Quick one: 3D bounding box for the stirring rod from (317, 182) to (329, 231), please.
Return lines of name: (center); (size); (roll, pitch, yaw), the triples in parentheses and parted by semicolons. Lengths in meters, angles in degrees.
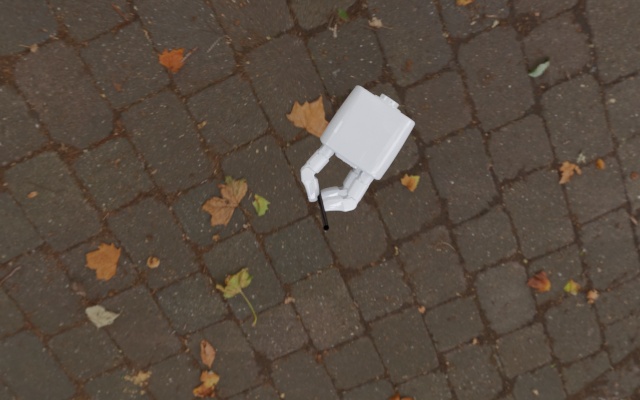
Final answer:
stirring rod: (0.000, 0.002, 0.754); (0.011, 0.011, 0.239); (0, 17, -4)
